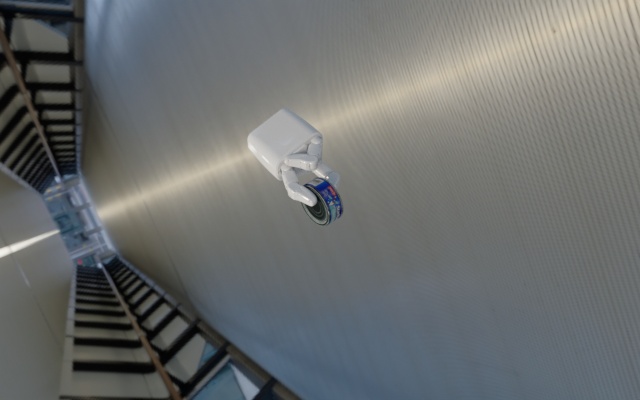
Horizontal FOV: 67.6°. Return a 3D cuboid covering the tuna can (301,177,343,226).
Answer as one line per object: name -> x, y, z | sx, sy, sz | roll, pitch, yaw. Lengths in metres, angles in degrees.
tuna can -> 0.000, 0.003, 0.868 | 0.033, 0.086, 0.086 | -31, 16, -30
